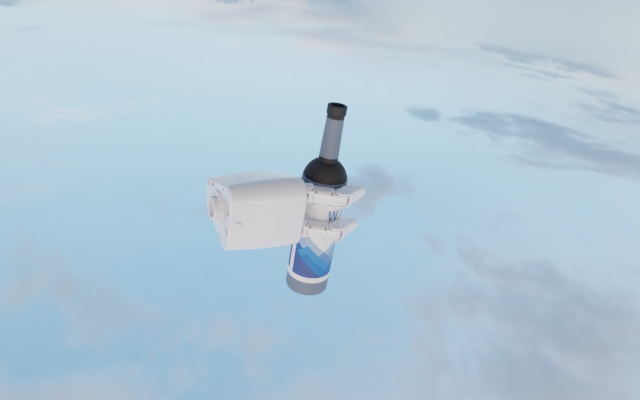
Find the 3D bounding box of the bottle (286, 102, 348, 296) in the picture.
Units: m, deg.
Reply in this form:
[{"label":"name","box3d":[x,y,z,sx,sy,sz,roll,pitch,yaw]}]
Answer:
[{"label":"bottle","box3d":[0.000,0.003,0.704,0.069,0.296,0.069,8,26,-4]}]
